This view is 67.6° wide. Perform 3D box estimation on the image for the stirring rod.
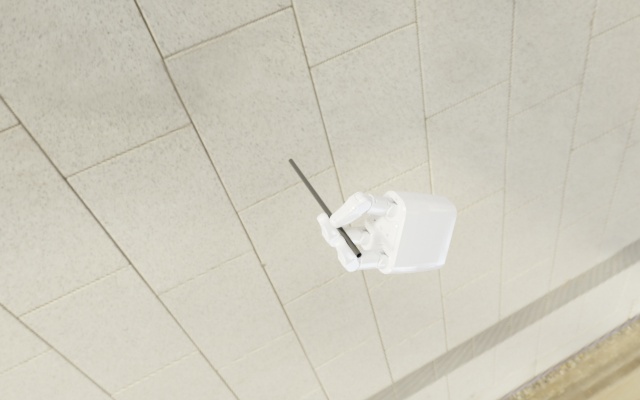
[{"bbox_3d":[0.000,0.002,0.684,0.011,0.011,0.239,0,34,-29],"label":"stirring rod"}]
